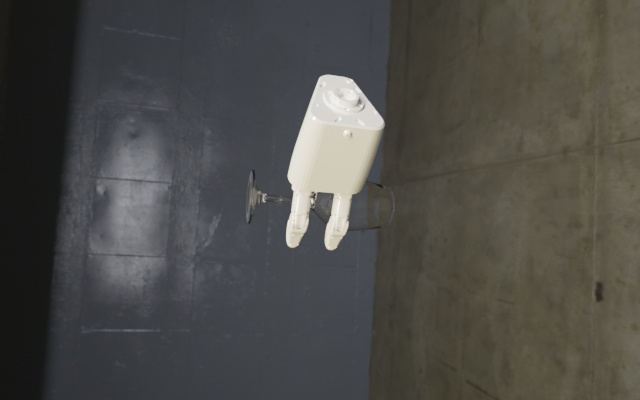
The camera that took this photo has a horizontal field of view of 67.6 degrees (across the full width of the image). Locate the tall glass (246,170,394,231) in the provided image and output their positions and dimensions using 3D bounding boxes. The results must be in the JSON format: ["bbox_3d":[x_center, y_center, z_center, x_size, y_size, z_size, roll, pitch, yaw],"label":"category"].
[{"bbox_3d":[-0.001,0.002,0.674,0.201,0.079,0.079,5,-1,-15],"label":"tall glass"}]
